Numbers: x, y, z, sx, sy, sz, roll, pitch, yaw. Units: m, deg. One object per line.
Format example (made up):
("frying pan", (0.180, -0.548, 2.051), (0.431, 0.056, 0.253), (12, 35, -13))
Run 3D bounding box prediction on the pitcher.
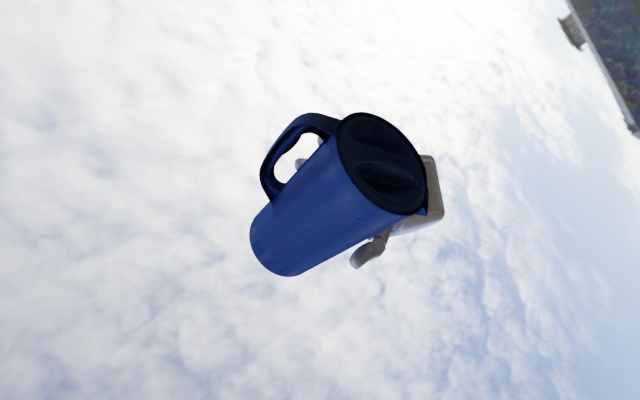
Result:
("pitcher", (0.000, 0.002, 0.603), (0.145, 0.149, 0.243), (-8, -21, -42))
